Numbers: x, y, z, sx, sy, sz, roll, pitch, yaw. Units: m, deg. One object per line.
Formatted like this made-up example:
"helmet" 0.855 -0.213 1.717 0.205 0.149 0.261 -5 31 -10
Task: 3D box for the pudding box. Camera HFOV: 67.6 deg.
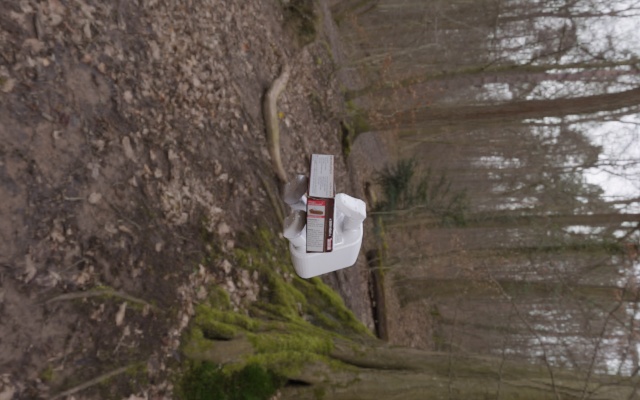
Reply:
"pudding box" 0.000 0.002 0.639 0.039 0.090 0.113 0 34 -1
